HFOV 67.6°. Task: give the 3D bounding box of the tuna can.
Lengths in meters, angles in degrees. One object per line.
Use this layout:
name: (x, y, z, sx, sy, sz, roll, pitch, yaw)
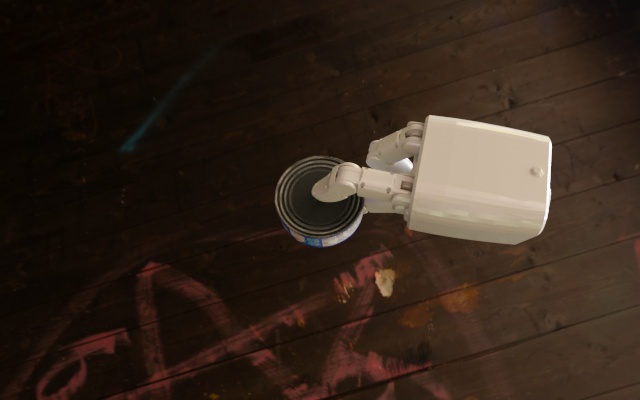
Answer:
tuna can: (0.000, 0.002, 0.467, 0.086, 0.086, 0.034, 0, -24, 4)
